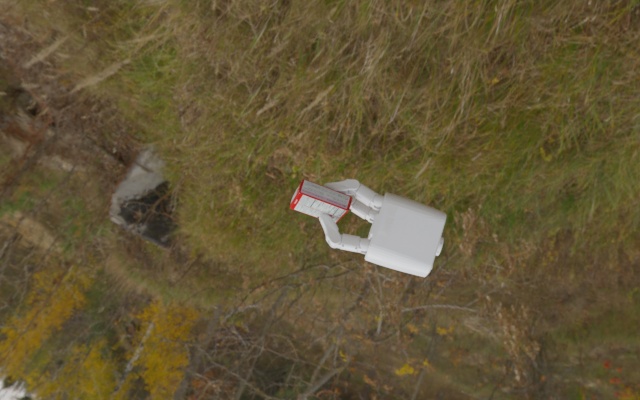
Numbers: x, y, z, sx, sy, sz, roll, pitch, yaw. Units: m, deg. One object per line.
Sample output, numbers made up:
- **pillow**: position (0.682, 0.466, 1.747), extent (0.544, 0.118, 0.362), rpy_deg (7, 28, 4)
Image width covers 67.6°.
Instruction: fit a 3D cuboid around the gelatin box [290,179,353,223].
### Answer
- **gelatin box**: position (0.000, 0.003, 0.799), extent (0.089, 0.030, 0.073), rpy_deg (19, -24, -8)
